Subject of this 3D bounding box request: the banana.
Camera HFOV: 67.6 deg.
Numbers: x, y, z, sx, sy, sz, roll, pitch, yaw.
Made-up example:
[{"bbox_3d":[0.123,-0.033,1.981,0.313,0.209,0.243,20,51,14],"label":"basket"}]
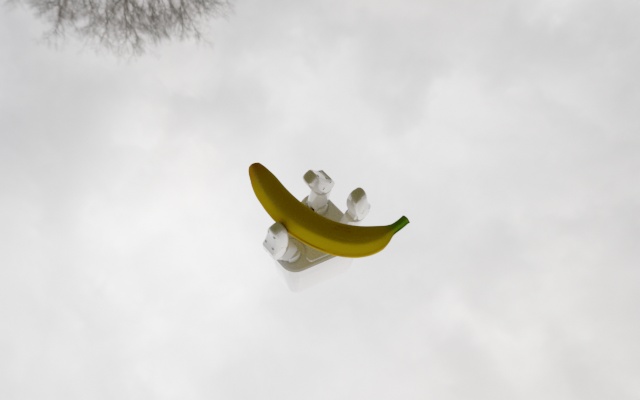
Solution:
[{"bbox_3d":[-0.004,0.019,0.542,0.198,0.069,0.037,21,-20,11],"label":"banana"}]
